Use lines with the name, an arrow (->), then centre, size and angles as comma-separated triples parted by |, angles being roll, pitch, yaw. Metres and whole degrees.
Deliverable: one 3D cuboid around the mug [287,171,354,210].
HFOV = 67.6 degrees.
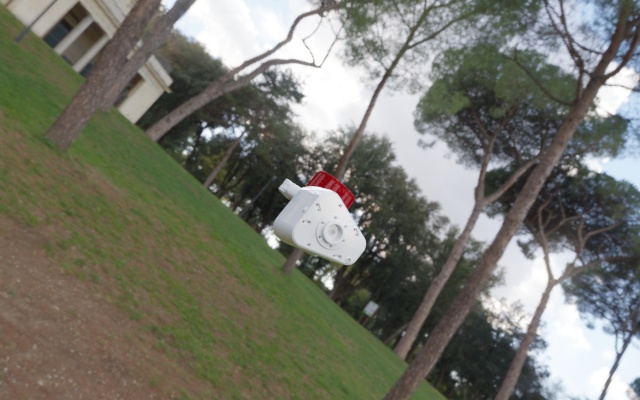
mug -> 0.000, 0.002, 0.835 | 0.093, 0.081, 0.117 | 42, -9, -18
